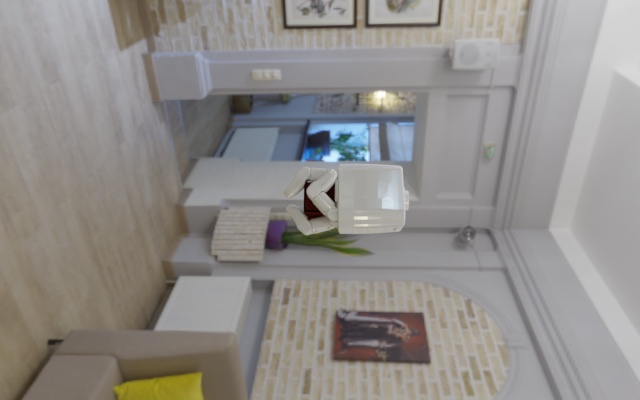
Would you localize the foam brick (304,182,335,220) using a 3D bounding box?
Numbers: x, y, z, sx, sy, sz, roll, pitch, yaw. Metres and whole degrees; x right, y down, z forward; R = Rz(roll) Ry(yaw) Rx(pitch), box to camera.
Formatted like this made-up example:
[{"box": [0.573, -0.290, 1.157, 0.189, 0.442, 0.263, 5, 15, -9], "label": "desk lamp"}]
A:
[{"box": [0.000, 0.003, 0.819, 0.051, 0.053, 0.078, 0, -12, 3], "label": "foam brick"}]
